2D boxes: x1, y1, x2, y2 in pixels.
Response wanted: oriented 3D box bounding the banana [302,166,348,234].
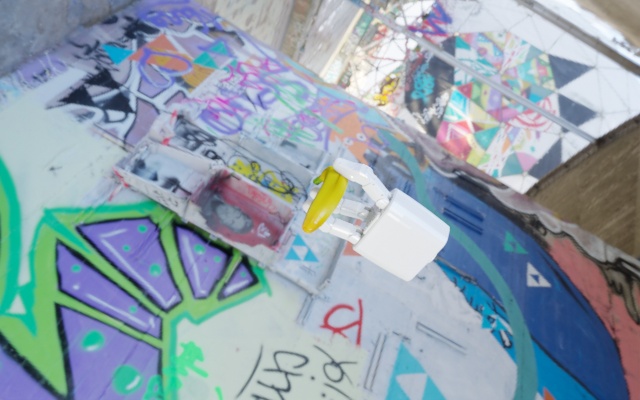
[{"bbox_3d":[0.012,-0.012,0.714,0.037,0.070,0.197,37,20,-9],"label":"banana"}]
